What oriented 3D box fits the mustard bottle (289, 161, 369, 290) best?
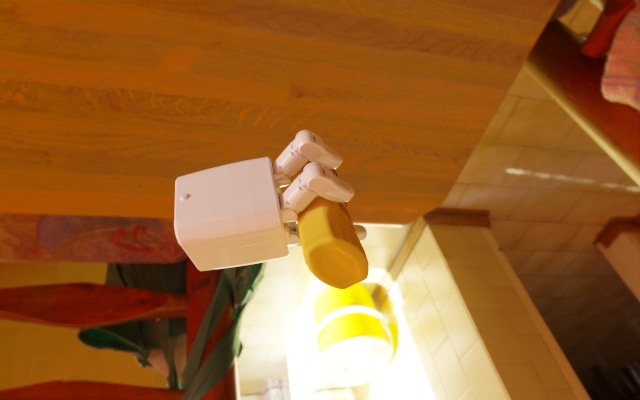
[{"bbox_3d":[0.000,0.002,0.549,0.058,0.191,0.096,-28,-45,13],"label":"mustard bottle"}]
